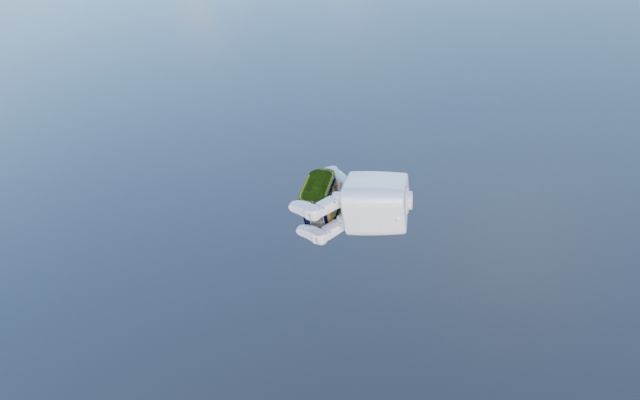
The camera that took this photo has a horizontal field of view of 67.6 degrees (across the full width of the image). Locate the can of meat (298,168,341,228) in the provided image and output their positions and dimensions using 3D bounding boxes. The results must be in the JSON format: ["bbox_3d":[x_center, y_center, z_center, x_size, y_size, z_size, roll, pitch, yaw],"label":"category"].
[{"bbox_3d":[0.000,0.003,0.871,0.057,0.084,0.102,3,42,17],"label":"can of meat"}]
